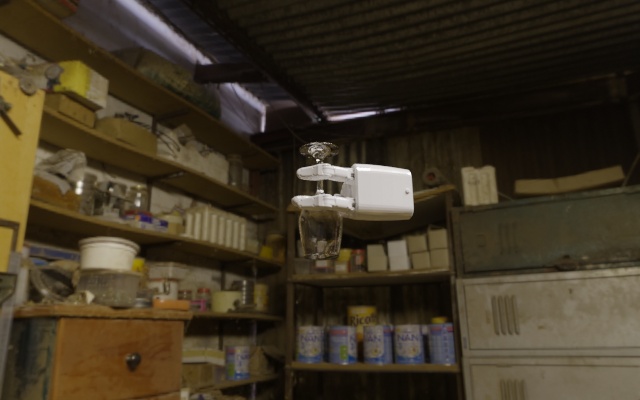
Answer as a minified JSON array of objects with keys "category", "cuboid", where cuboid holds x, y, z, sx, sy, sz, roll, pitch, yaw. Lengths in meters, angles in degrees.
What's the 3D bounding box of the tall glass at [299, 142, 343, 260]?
[{"category":"tall glass","cuboid":[0.000,0.002,0.854,0.079,0.201,0.079,-1,-16,0]}]
